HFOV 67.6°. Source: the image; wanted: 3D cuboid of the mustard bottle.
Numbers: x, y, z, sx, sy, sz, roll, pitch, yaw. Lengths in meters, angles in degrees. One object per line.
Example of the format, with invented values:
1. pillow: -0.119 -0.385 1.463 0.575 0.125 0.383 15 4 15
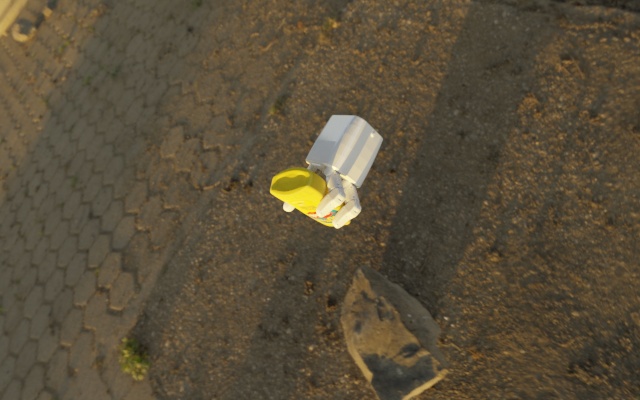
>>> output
1. mustard bottle: 0.000 0.003 0.900 0.096 0.058 0.192 -7 -27 36
